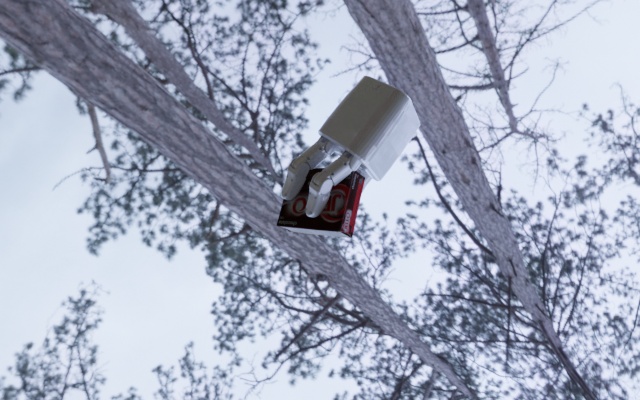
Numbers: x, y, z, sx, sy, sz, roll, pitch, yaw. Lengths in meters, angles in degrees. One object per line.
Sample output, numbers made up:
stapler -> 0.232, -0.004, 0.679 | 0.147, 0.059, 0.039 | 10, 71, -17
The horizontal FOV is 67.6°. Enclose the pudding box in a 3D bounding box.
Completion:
pudding box -> 0.000, 0.002, 0.667 | 0.113, 0.090, 0.039 | 1, -20, 38
